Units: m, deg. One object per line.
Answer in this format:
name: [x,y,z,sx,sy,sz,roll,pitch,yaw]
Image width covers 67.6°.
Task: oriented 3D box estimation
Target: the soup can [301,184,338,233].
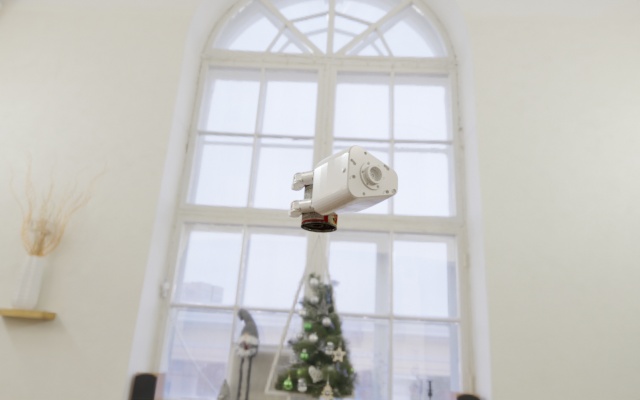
soup can: [0.000,0.003,0.897,0.068,0.102,0.068,4,-19,1]
